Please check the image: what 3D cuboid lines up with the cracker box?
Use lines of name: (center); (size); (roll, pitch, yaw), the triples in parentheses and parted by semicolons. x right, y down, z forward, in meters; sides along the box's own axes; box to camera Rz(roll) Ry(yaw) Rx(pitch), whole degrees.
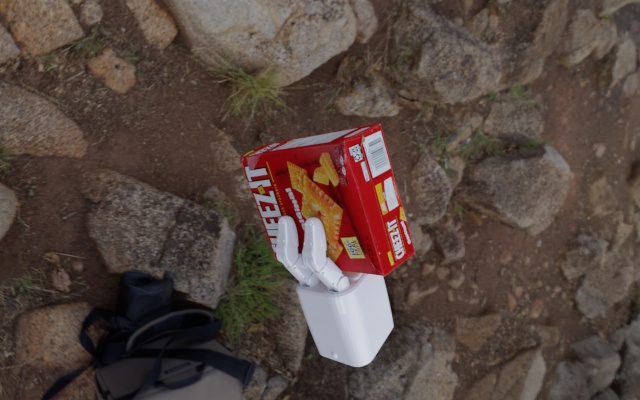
cracker box: (0.000, 0.002, 0.611); (0.072, 0.164, 0.213); (-28, 17, -38)
